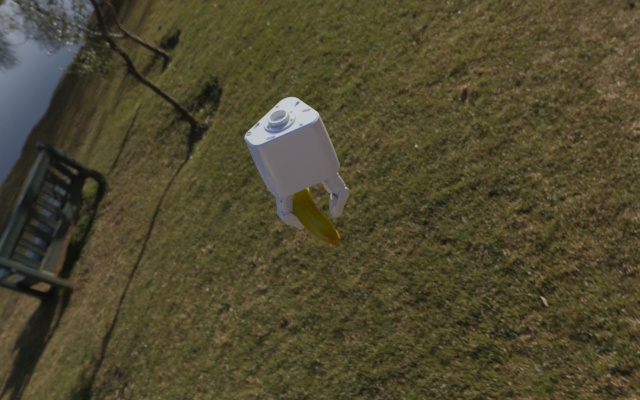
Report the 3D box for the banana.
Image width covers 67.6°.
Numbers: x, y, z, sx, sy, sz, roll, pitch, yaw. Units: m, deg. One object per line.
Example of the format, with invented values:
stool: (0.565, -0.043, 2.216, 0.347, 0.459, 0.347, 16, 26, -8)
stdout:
banana: (-0.019, 0.001, 0.790, 0.069, 0.037, 0.197, -1, 38, -11)
